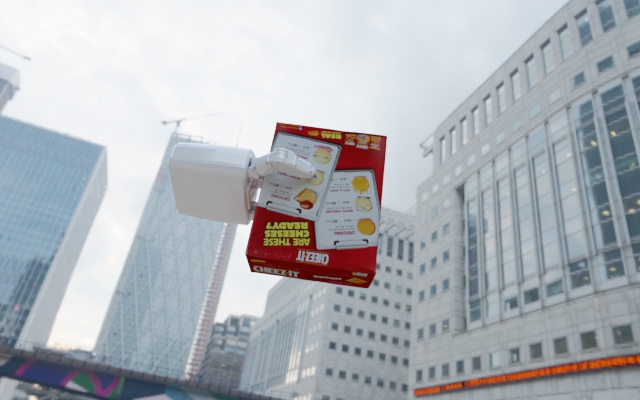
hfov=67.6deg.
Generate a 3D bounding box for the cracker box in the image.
[{"bbox_3d":[0.000,0.002,0.659,0.164,0.213,0.072,8,-29,2],"label":"cracker box"}]
